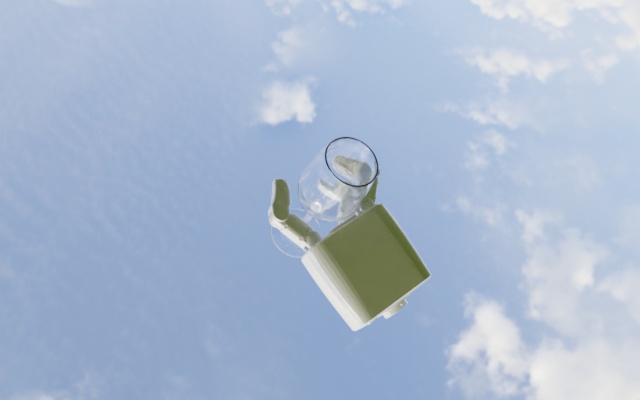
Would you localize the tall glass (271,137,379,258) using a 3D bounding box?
[{"bbox_3d":[0.000,0.002,0.584,0.079,0.079,0.201,0,-26,-22],"label":"tall glass"}]
